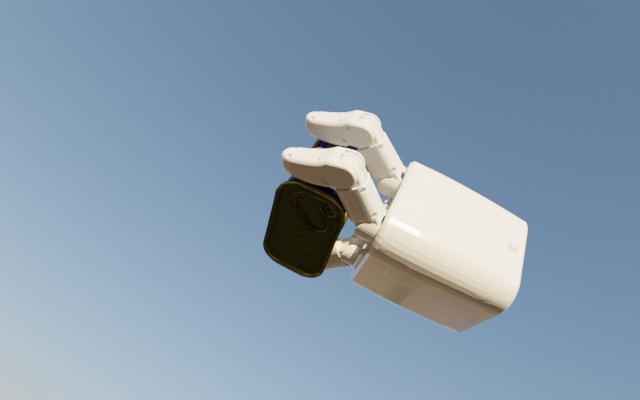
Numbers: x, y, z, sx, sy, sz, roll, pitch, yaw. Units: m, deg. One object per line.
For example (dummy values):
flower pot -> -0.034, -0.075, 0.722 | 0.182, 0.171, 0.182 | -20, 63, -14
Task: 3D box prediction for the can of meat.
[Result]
can of meat -> 0.000, 0.001, 0.407 | 0.057, 0.102, 0.084 | 26, 47, 7
